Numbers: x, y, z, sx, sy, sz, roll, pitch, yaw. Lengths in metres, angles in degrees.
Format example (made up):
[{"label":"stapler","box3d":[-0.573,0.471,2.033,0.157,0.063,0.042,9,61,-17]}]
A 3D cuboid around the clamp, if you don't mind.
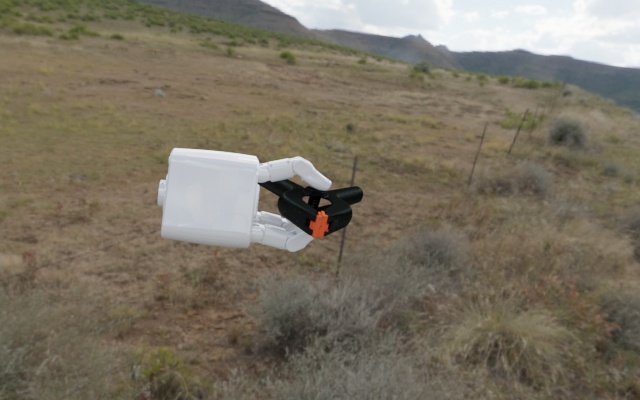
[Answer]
[{"label":"clamp","box3d":[0.000,0.001,0.633,0.164,0.036,0.210,8,15,-14]}]
